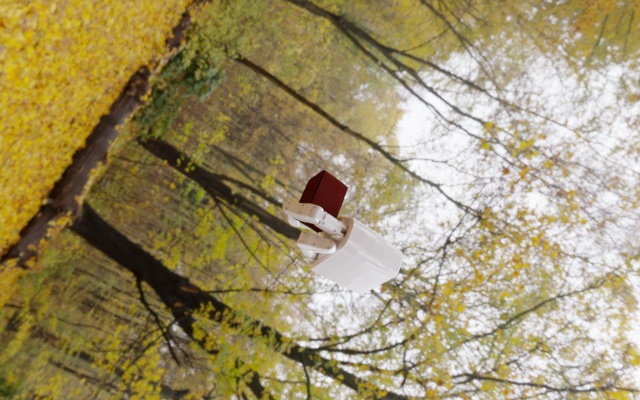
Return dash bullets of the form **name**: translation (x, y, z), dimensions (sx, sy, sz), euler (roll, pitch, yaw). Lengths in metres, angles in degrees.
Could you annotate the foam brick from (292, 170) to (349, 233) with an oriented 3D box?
- **foam brick**: translation (0.000, 0.002, 0.754), dimensions (0.051, 0.078, 0.053), euler (31, -26, -18)
